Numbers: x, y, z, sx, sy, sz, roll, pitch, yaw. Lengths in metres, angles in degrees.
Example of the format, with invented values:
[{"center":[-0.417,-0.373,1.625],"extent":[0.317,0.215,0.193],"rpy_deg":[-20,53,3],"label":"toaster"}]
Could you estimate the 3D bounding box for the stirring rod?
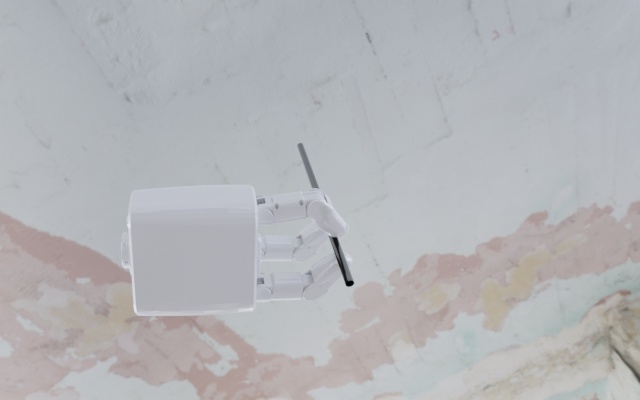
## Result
[{"center":[0.000,0.002,0.510],"extent":[0.011,0.011,0.239],"rpy_deg":[0,36,-15],"label":"stirring rod"}]
